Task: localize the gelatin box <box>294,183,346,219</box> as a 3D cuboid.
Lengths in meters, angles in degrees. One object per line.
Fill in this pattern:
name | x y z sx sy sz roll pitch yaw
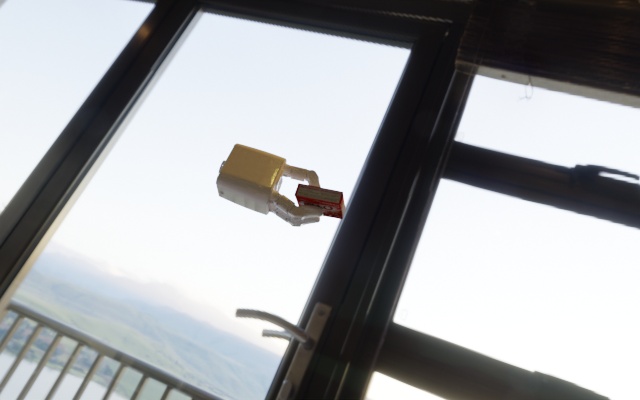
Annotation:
gelatin box | 0.001 0.003 0.900 0.089 0.030 0.073 10 -23 11
